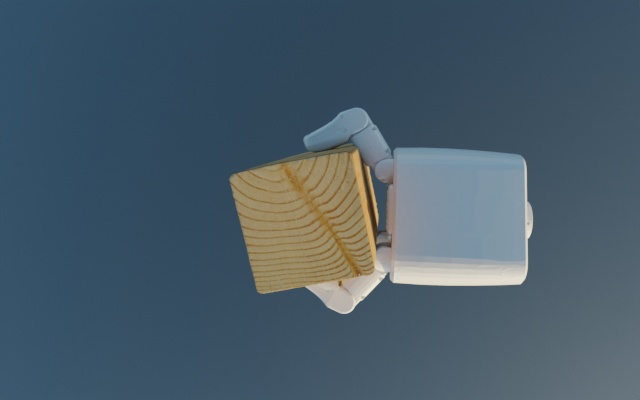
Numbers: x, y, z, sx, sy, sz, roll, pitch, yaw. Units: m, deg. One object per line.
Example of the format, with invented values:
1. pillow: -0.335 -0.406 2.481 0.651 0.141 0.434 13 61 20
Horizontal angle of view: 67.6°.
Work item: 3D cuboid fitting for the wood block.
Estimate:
1. wood block: 0.000 0.001 0.433 0.090 0.091 0.206 -11 7 9
